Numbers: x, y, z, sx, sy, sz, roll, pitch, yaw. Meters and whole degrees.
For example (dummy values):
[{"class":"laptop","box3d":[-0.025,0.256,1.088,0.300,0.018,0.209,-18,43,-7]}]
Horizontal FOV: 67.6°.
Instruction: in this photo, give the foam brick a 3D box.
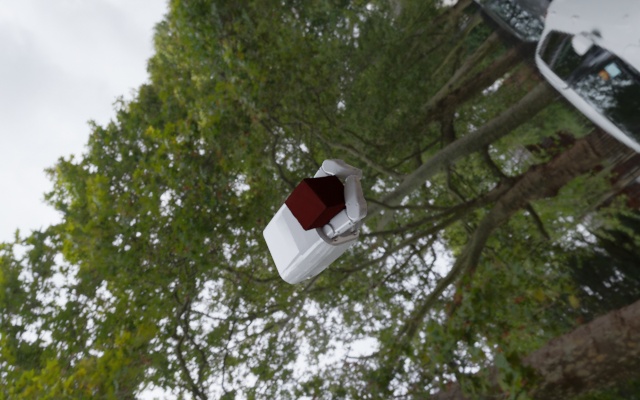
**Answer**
[{"class":"foam brick","box3d":[0.000,0.002,0.655,0.051,0.053,0.078,-47,-20,29]}]
